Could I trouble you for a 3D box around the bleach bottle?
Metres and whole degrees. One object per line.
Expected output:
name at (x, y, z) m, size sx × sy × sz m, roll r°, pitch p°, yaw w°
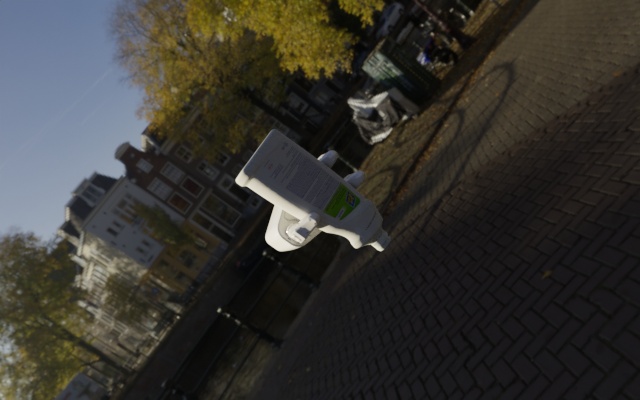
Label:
bleach bottle at (0.000, 0.002, 0.740) m, size 0.251 × 0.102 × 0.068 m, roll 36°, pitch -19°, yaw -9°
